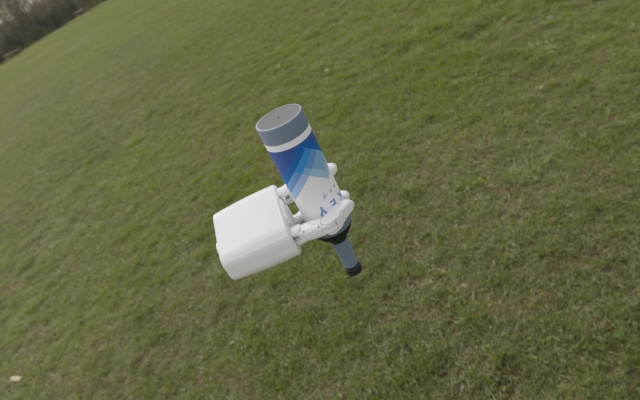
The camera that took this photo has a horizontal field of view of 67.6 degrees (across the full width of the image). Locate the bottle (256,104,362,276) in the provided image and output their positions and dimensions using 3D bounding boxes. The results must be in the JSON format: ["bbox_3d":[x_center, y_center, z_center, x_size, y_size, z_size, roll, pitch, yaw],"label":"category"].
[{"bbox_3d":[0.000,0.002,0.705,0.069,0.296,0.069,-19,33,12],"label":"bottle"}]
